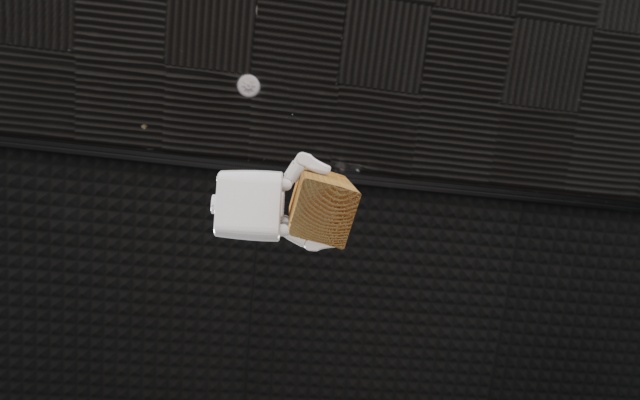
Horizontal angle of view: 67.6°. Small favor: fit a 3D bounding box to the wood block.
[{"bbox_3d":[0.000,0.002,0.797,0.090,0.091,0.206,15,9,-6],"label":"wood block"}]
